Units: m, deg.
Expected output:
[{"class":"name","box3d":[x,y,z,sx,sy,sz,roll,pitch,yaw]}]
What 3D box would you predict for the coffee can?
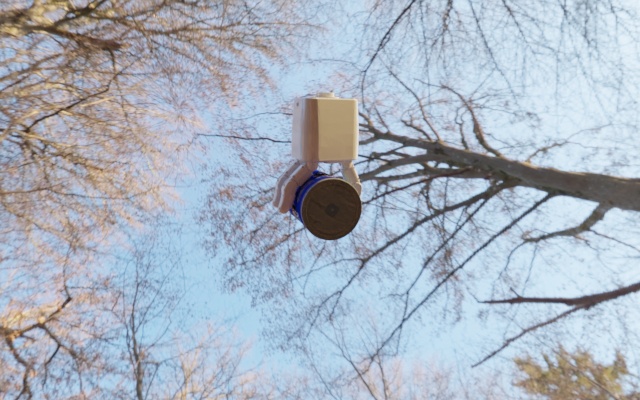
[{"class":"coffee can","box3d":[0.000,0.003,0.836,0.103,0.103,0.140,0,11,-16]}]
